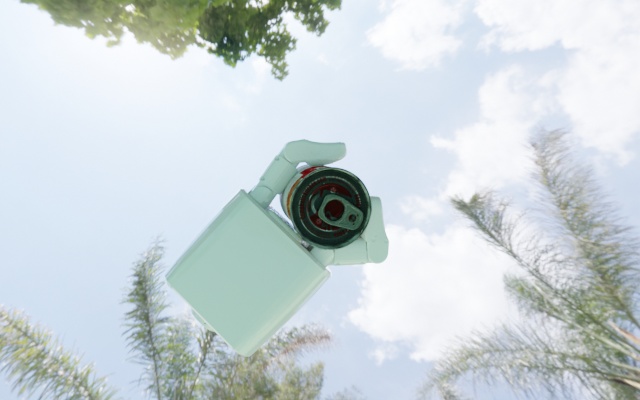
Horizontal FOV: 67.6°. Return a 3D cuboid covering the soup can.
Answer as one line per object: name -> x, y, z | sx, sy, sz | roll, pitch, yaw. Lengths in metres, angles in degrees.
soup can -> 0.000, 0.001, 0.435 | 0.068, 0.068, 0.102 | 0, 6, -10
